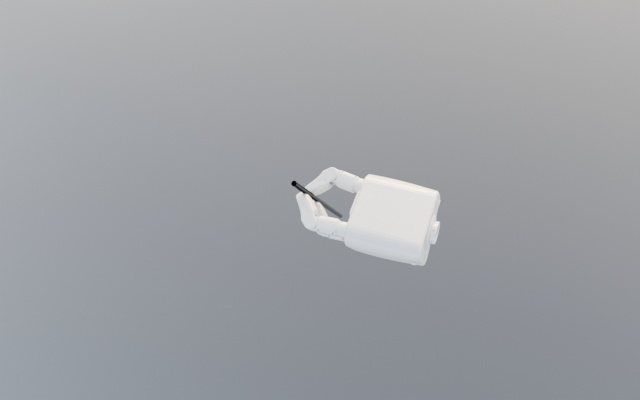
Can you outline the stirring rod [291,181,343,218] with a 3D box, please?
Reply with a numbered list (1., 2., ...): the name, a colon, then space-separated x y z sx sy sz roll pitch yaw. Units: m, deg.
1. stirring rod: 0.000 0.002 0.760 0.011 0.011 0.239 0 -12 18
